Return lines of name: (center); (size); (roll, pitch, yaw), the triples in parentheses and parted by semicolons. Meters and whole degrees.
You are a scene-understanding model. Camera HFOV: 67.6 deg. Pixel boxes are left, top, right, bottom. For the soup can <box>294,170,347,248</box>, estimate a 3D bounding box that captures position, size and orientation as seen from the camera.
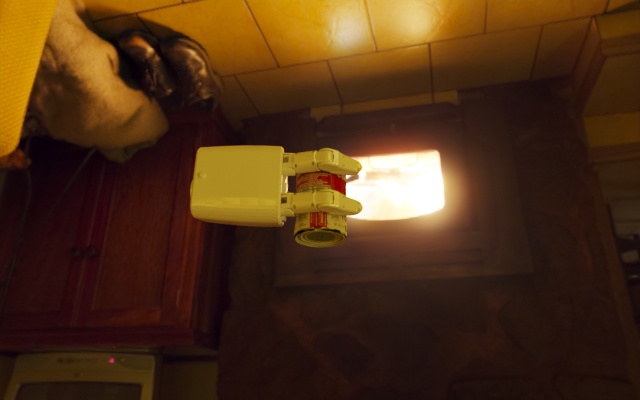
soup can: (0.001, 0.002, 0.613); (0.068, 0.102, 0.068); (1, -23, 0)
